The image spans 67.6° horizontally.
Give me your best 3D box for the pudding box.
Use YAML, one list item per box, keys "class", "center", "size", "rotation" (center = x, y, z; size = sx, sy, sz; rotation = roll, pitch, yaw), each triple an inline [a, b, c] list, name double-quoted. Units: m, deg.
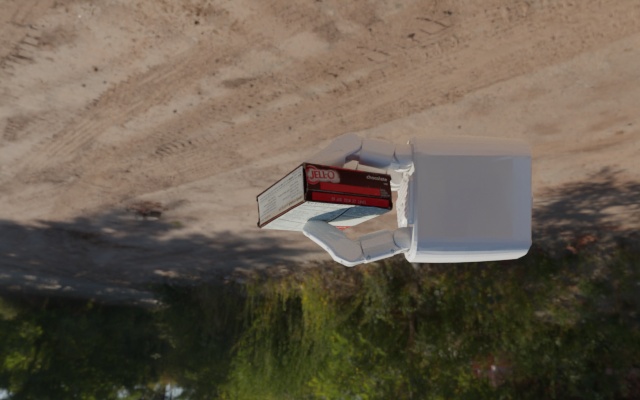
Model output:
- class: "pudding box"
  center: [0.000, 0.002, 0.452]
  size: [0.090, 0.039, 0.113]
  rotation: [7, -20, -28]
